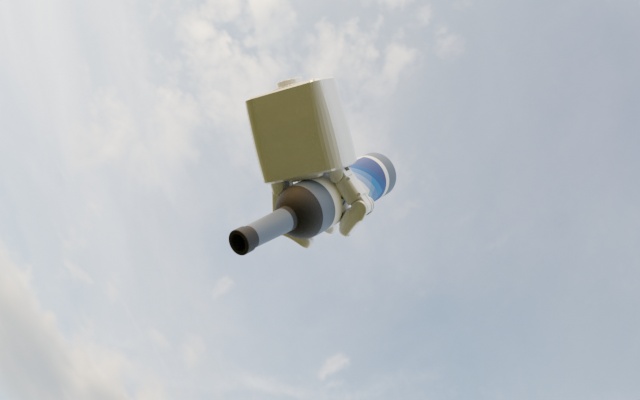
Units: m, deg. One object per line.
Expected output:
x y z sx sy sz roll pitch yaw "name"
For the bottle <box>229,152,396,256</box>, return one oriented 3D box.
0.000 0.002 0.589 0.069 0.069 0.295 0 16 35 "bottle"
